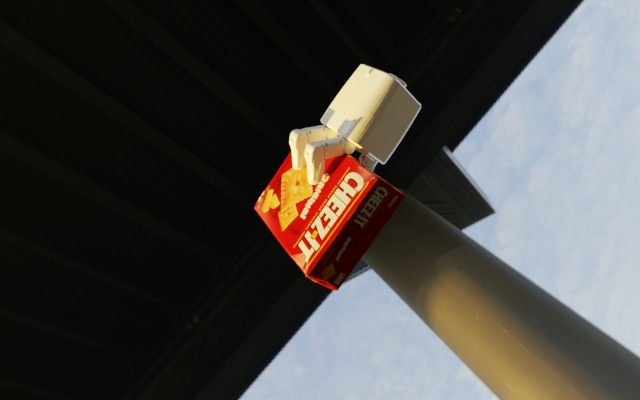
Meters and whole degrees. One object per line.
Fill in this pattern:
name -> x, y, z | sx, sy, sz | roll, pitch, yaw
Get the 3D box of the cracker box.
cracker box -> 0.000, 0.002, 0.711 | 0.072, 0.164, 0.213 | 29, 9, -36
